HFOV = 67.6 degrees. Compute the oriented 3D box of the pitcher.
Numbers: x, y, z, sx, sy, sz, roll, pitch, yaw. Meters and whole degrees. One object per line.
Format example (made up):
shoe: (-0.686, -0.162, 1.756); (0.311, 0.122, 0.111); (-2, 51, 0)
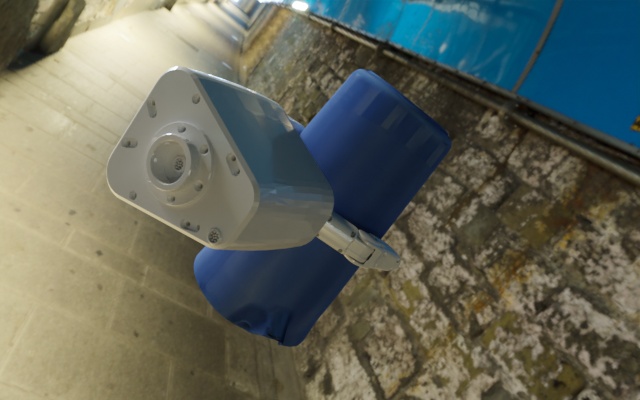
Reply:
pitcher: (0.000, 0.002, 0.451); (0.149, 0.243, 0.145); (44, 15, 20)
